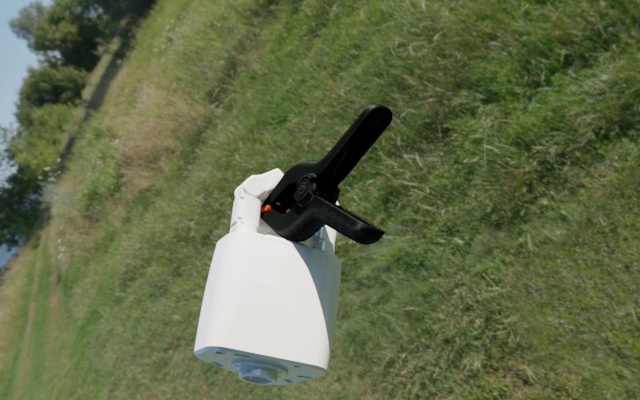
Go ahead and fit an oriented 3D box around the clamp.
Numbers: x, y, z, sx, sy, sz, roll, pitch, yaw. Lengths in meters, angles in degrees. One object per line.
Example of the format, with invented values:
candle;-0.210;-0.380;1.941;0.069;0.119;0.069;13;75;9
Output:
clamp;-0.001;0.001;0.421;0.039;0.120;0.171;27;-39;-27
